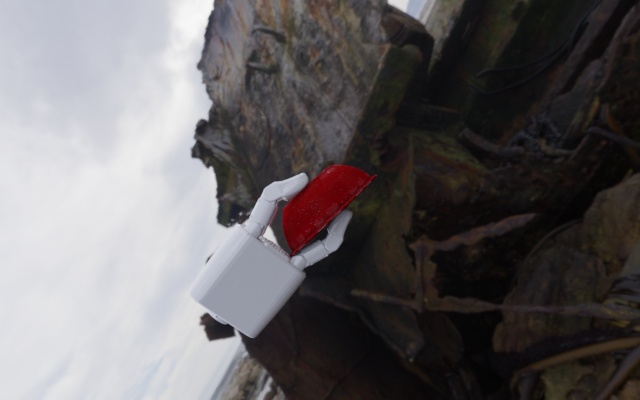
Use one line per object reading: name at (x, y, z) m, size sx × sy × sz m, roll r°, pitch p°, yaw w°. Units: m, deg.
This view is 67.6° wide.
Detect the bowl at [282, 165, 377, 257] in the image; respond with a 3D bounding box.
bowl at (0.001, 0.001, 0.650) m, size 0.162 × 0.055 × 0.162 m, roll -43°, pitch -1°, yaw -1°
